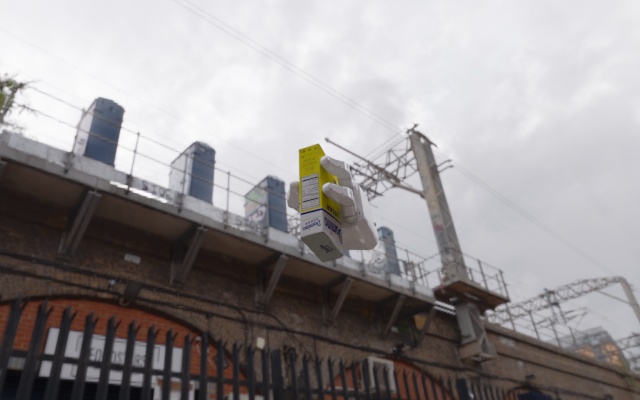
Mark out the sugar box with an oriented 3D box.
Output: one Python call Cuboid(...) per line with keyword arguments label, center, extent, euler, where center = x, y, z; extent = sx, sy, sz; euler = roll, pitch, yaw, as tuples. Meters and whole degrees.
Cuboid(label="sugar box", center=(0.001, 0.002, 0.787), extent=(0.048, 0.176, 0.093), euler=(-17, -36, 15))
